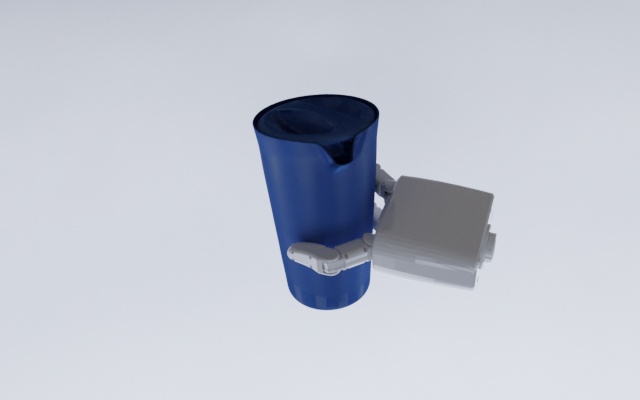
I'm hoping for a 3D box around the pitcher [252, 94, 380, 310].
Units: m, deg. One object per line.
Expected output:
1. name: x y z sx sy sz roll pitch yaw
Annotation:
1. pitcher: 0.000 0.002 0.569 0.145 0.243 0.149 11 35 23
